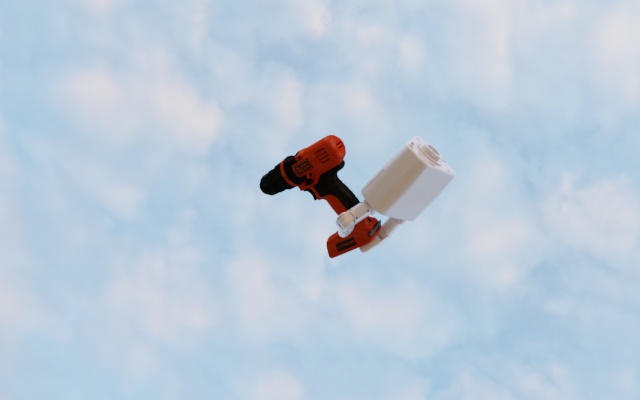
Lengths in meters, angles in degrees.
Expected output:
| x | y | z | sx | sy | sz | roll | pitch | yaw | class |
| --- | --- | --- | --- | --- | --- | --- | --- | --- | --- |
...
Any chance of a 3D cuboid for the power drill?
| x | y | z | sx | sy | sz | roll | pitch | yaw | class |
| --- | --- | --- | --- | --- | --- | --- | --- | --- | --- |
| 0.001 | 0.003 | 0.800 | 0.184 | 0.188 | 0.057 | -26 | 12 | 39 | power drill |
